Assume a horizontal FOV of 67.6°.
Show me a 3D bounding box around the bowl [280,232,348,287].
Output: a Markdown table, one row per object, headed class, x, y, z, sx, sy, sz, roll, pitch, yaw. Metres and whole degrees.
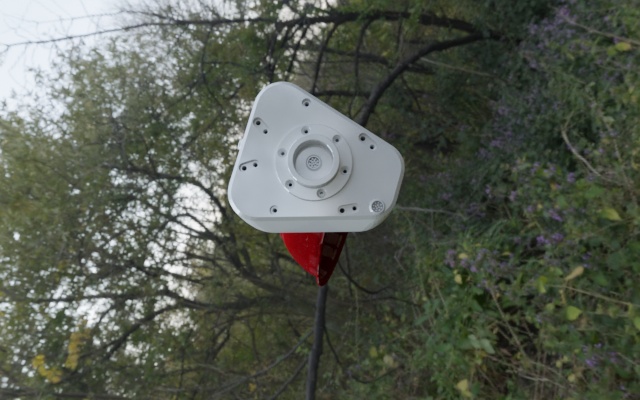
| class | x | y | z | sx | sy | sz | roll | pitch | yaw |
| --- | --- | --- | --- | --- | --- | --- | --- | --- | --- |
| bowl | 0.000 | 0.002 | 0.486 | 0.055 | 0.162 | 0.162 | 15 | 3 | 12 |
